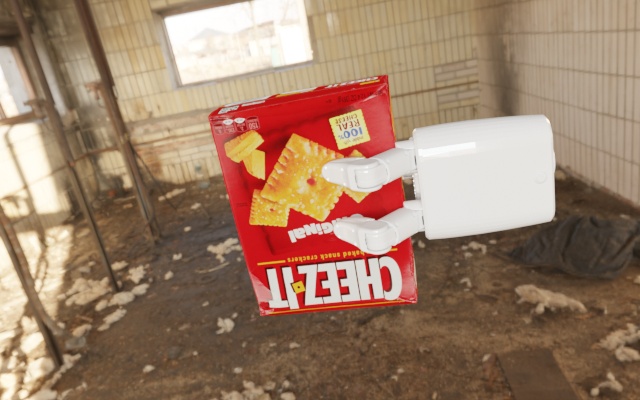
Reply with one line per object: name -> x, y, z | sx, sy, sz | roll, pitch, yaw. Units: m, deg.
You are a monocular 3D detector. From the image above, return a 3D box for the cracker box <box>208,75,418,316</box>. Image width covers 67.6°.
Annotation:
cracker box -> 0.000, 0.001, 0.464 | 0.164, 0.214, 0.072 | -7, 19, 12
